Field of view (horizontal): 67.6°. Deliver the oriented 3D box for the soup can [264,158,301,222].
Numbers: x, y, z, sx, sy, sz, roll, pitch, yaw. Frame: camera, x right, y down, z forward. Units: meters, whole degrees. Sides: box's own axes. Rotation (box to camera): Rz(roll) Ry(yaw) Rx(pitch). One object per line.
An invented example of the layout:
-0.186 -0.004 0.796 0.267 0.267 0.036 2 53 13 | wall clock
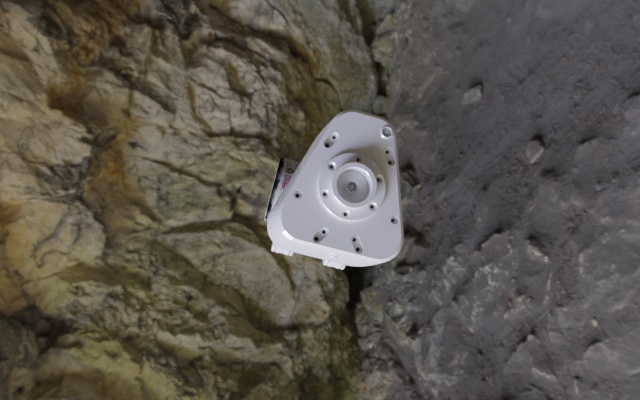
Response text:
0.000 0.001 0.483 0.102 0.068 0.068 15 -2 -6 | soup can
